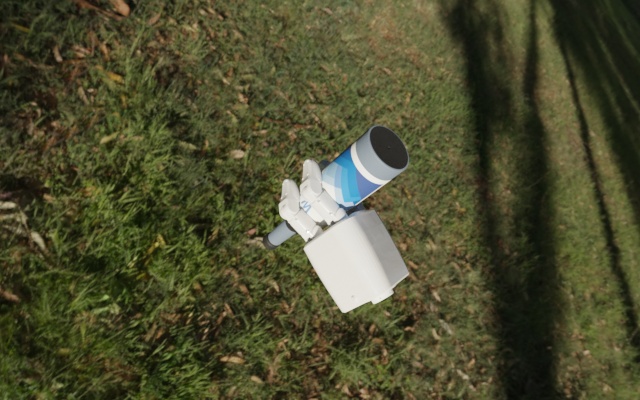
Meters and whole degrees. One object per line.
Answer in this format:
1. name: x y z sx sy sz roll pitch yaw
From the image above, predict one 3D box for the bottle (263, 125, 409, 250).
1. bottle: 0.000 0.002 0.682 0.069 0.069 0.296 0 -27 -40
